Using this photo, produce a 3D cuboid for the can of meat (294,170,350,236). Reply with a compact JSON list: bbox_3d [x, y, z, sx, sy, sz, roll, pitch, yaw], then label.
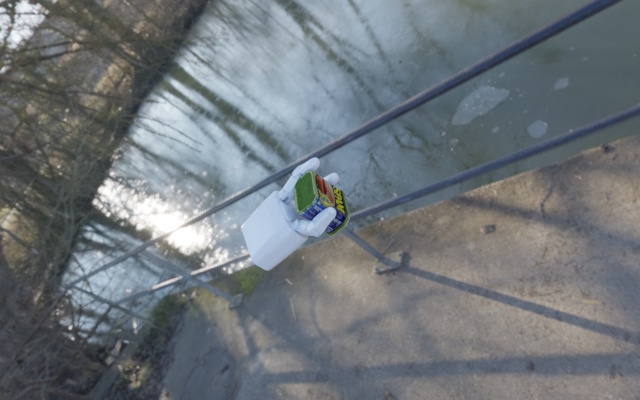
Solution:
[{"bbox_3d":[0.000,0.003,0.871,0.084,0.102,0.057,34,-62,-30],"label":"can of meat"}]
